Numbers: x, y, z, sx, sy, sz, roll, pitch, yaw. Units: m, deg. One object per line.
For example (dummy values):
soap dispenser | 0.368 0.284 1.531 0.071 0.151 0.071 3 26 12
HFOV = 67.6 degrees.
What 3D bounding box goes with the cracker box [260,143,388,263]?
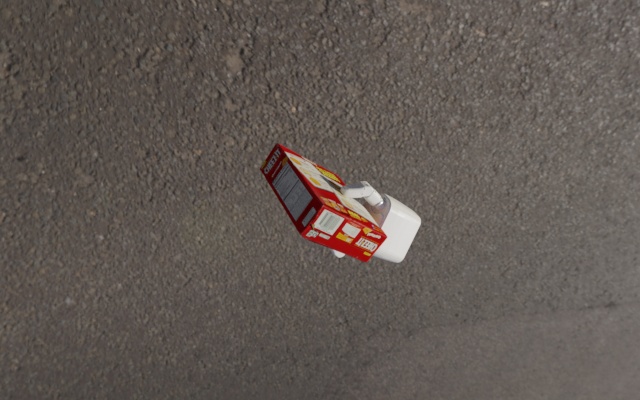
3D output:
cracker box | 0.000 0.003 0.854 0.164 0.072 0.213 26 18 -39
